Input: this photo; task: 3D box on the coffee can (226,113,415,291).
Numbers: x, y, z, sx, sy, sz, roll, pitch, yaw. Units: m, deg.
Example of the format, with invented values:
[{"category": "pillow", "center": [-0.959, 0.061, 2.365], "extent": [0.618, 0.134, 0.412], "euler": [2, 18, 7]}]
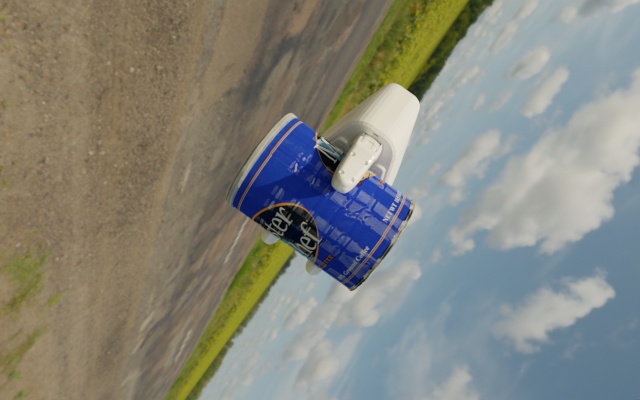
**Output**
[{"category": "coffee can", "center": [0.000, 0.001, 0.442], "extent": [0.140, 0.103, 0.103], "euler": [36, 0, 0]}]
